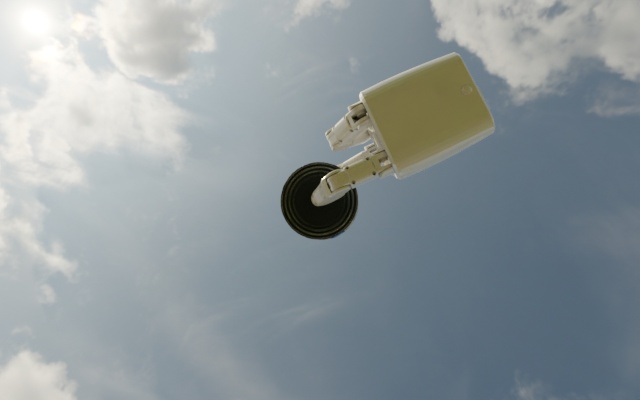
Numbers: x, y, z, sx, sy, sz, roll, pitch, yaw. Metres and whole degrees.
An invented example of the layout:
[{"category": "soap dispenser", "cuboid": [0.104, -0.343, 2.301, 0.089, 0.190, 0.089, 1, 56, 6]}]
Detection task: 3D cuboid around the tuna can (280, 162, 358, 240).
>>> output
[{"category": "tuna can", "cuboid": [0.000, 0.002, 0.538, 0.086, 0.086, 0.034, 0, -6, 6]}]
